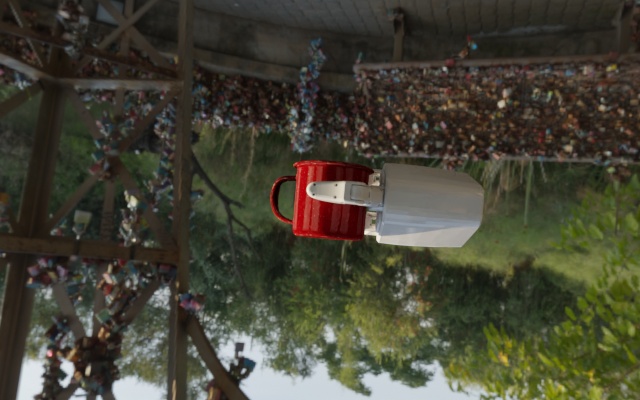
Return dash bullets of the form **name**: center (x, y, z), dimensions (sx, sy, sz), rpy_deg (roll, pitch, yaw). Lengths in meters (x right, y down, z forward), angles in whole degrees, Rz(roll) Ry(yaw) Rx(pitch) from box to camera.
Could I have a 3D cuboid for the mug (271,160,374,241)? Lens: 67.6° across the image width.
- **mug**: center (-0.001, 0.002, 0.546), dimensions (0.117, 0.081, 0.093), rpy_deg (4, -5, 6)
